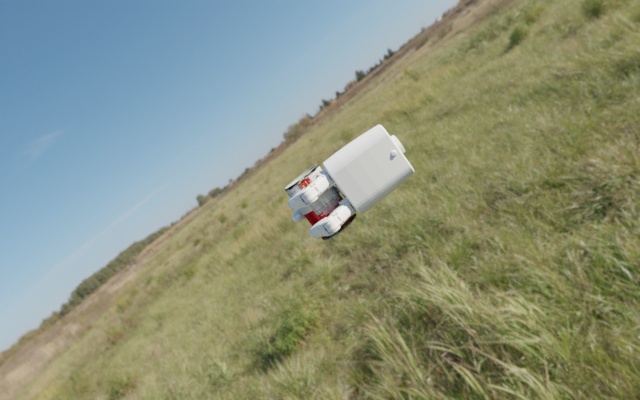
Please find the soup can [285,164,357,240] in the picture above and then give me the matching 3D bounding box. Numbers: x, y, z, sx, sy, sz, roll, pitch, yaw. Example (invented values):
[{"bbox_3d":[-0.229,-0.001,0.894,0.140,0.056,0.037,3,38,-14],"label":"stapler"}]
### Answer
[{"bbox_3d":[0.000,0.003,0.754,0.068,0.102,0.068,-37,8,6],"label":"soup can"}]
